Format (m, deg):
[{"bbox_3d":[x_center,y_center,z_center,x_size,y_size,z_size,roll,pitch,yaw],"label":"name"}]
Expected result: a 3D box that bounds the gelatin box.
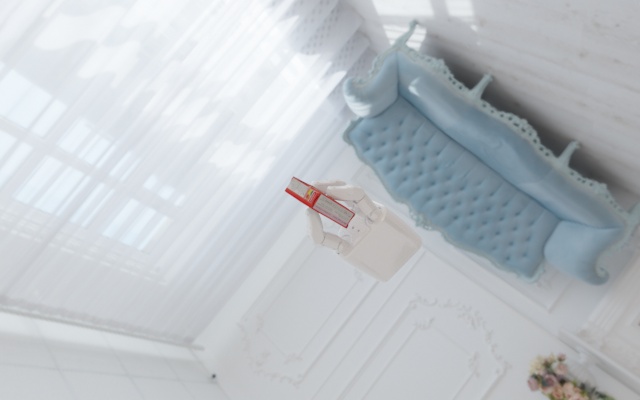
[{"bbox_3d":[0.000,0.003,0.727,0.089,0.030,0.073,30,2,-43],"label":"gelatin box"}]
